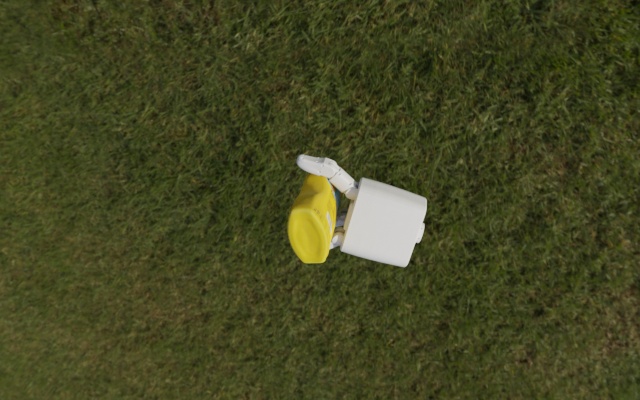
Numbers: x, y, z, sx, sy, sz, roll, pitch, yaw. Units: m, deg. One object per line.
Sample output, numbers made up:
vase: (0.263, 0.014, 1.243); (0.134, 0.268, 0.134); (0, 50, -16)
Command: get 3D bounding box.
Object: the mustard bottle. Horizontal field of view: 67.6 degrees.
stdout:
mustard bottle: (0.000, 0.003, 0.733); (0.058, 0.096, 0.191); (-5, 31, 16)
